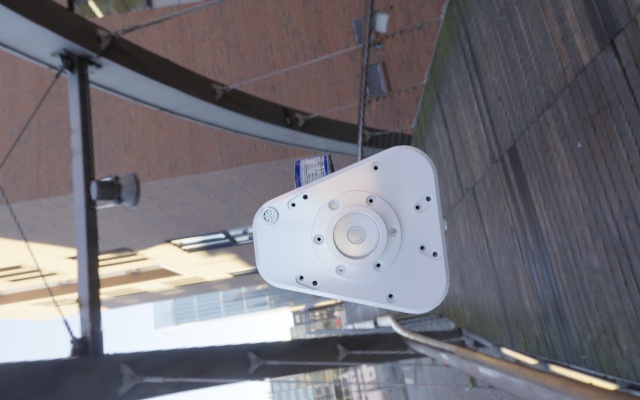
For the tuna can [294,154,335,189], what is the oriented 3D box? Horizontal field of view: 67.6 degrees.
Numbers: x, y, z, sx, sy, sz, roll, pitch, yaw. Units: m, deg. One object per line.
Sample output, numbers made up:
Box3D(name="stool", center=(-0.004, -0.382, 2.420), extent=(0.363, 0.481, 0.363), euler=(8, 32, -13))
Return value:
Box3D(name="tuna can", center=(0.000, 0.002, 0.446), extent=(0.034, 0.086, 0.086), euler=(-9, -1, 5))
